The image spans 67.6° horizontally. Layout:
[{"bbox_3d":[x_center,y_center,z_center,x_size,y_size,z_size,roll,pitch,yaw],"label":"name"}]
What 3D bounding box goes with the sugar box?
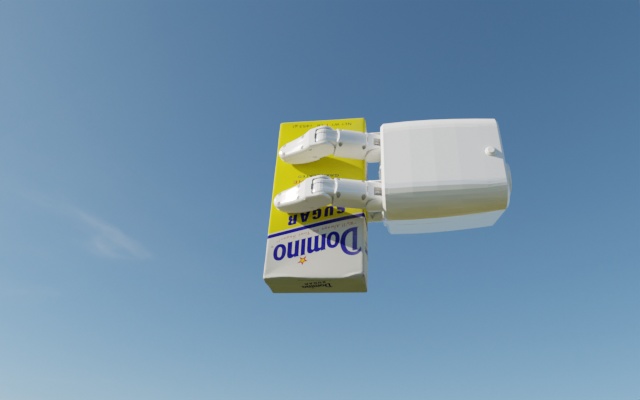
[{"bbox_3d":[0.000,0.001,0.472,0.093,0.176,0.048,-3,-32,9],"label":"sugar box"}]
